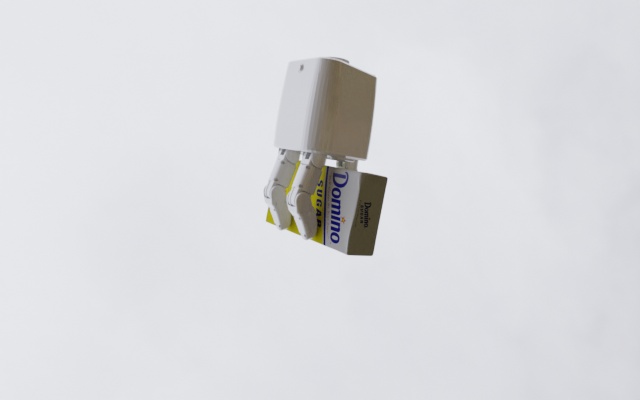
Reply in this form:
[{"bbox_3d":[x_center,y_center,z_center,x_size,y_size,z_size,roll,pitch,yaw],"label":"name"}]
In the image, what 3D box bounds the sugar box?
[{"bbox_3d":[0.000,0.002,0.585,0.048,0.093,0.176,7,5,-35],"label":"sugar box"}]
